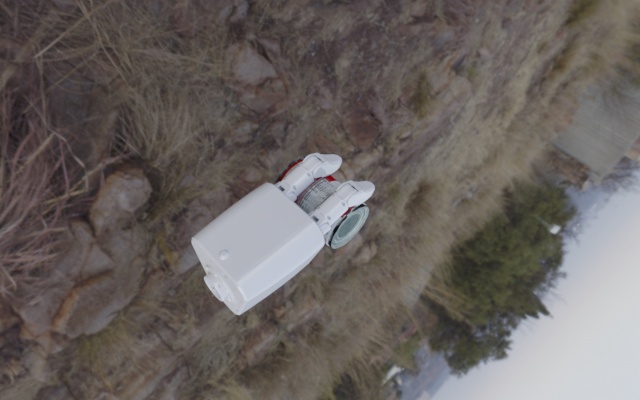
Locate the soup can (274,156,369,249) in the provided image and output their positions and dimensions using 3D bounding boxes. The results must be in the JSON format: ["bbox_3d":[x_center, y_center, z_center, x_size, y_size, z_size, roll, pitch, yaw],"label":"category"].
[{"bbox_3d":[0.001,0.002,0.583,0.102,0.068,0.068,41,19,23],"label":"soup can"}]
